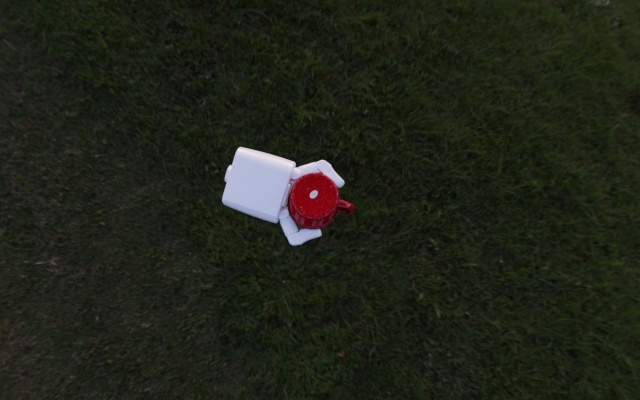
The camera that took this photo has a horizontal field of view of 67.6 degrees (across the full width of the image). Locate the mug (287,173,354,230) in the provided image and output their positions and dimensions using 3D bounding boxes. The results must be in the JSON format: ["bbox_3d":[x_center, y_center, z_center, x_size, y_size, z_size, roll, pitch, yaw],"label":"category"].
[{"bbox_3d":[0.002,0.003,0.821,0.117,0.093,0.081,16,-10,0],"label":"mug"}]
